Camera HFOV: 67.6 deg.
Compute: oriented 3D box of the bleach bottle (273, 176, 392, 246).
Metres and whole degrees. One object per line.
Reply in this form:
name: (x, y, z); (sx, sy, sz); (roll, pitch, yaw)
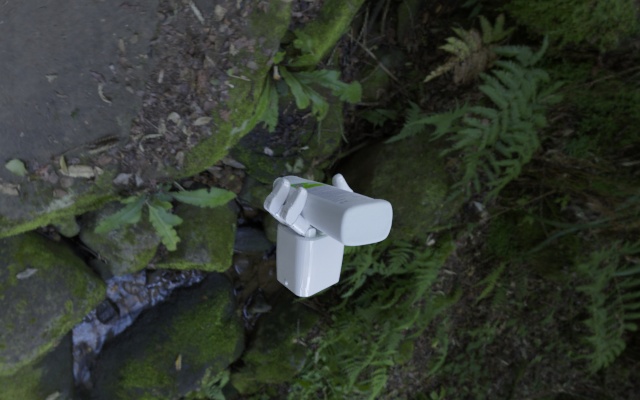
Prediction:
bleach bottle: (0.000, 0.003, 0.808); (0.102, 0.068, 0.250); (-6, 19, -34)
